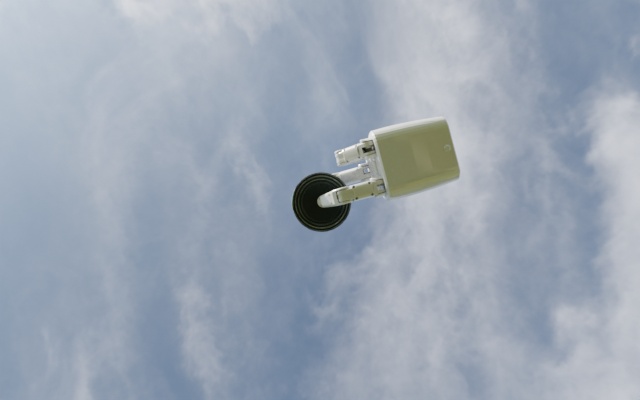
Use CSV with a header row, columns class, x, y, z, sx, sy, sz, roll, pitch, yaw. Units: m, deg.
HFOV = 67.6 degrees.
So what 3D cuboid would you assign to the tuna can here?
class,x,y,z,sx,sy,sz,roll,pitch,yaw
tuna can,0.000,0.002,0.701,0.086,0.086,0.034,0,0,-6
